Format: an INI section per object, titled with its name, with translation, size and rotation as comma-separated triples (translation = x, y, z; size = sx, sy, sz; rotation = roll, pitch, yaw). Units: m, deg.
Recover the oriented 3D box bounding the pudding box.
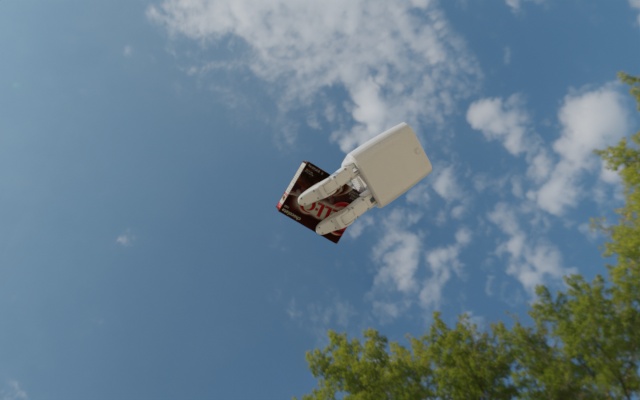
[pudding box]
translation = 0.000, 0.002, 0.751
size = 0.113, 0.090, 0.039
rotation = 30, 1, -15
